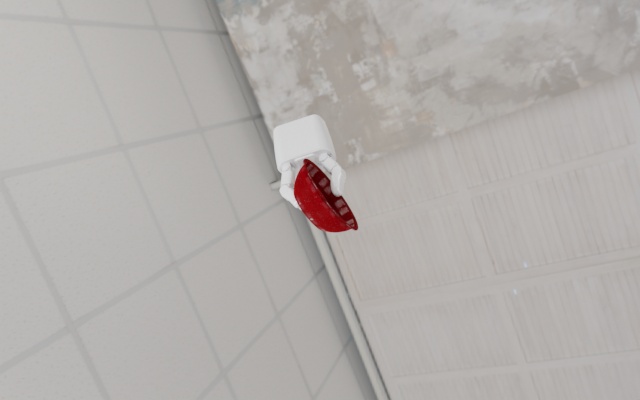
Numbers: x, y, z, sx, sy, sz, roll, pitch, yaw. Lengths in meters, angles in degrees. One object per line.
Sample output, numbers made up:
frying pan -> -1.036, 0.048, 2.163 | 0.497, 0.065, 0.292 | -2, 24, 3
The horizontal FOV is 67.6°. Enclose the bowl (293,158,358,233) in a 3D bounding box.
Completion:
bowl -> 0.000, 0.004, 0.872 | 0.055, 0.162, 0.162 | -37, -8, 11
